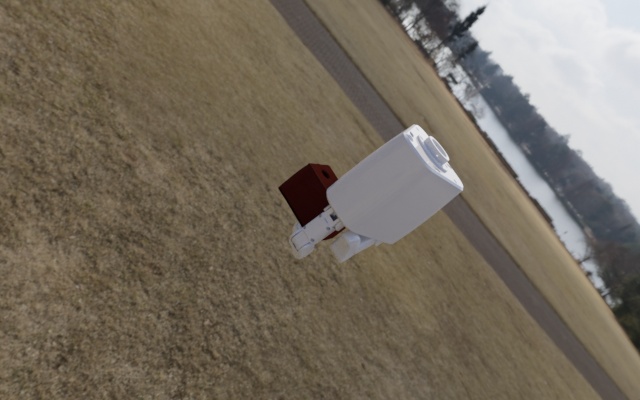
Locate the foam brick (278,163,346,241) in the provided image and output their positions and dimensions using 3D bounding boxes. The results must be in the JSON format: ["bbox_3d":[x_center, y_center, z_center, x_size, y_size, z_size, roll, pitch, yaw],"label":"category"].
[{"bbox_3d":[0.000,0.002,0.555,0.051,0.078,0.053,-39,-17,24],"label":"foam brick"}]
